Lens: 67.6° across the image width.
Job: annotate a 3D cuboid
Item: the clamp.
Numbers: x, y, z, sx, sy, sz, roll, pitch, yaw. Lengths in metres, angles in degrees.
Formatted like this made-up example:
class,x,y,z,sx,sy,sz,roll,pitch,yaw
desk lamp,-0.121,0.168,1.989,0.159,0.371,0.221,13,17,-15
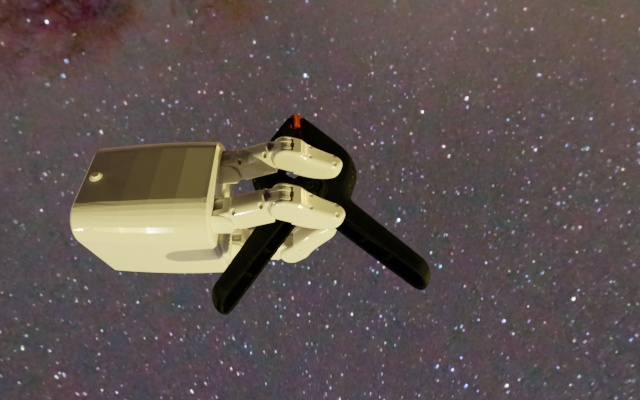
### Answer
class,x,y,z,sx,sy,sz,roll,pitch,yaw
clamp,0.000,0.002,0.416,0.164,0.209,0.036,0,-42,-2
